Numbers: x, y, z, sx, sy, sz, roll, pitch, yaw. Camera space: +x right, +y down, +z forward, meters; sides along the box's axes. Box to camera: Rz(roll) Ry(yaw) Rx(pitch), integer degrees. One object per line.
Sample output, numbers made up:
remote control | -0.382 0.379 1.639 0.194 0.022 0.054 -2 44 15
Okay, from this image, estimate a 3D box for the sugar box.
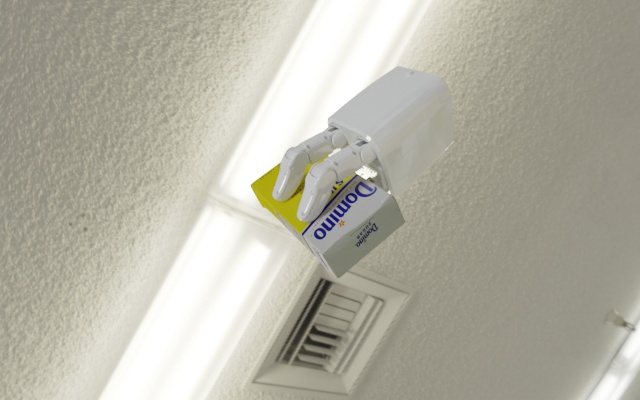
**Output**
sugar box | 0.000 0.001 0.526 0.093 0.048 0.176 -39 36 -12
